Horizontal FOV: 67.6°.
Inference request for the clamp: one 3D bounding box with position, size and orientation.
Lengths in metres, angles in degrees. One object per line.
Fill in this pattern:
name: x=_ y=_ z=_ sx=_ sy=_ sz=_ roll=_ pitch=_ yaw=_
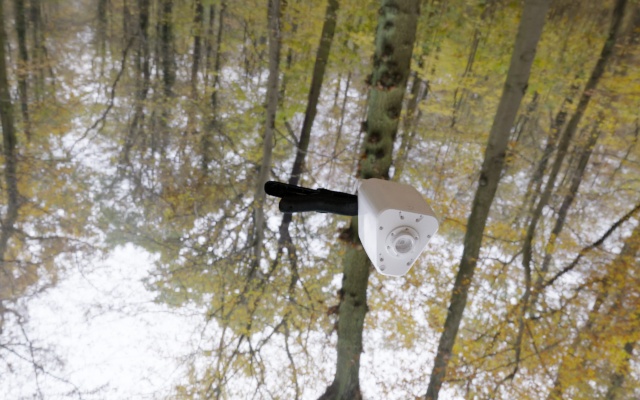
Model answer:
clamp: x=0.000 y=0.003 z=0.738 sx=0.171 sy=0.039 sz=0.120 roll=6 pitch=19 yaw=-11
